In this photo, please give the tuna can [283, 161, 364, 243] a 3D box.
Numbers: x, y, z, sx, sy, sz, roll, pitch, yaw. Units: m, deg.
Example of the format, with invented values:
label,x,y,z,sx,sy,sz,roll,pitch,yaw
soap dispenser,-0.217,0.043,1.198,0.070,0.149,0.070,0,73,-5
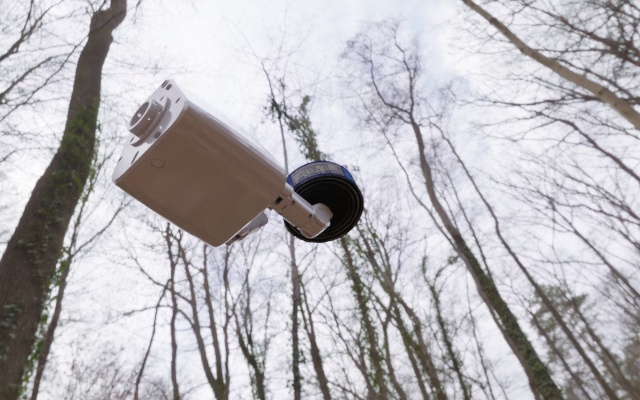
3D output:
label,x,y,z,sx,sy,sz,roll,pitch,yaw
tuna can,0.000,0.001,0.501,0.086,0.086,0.033,0,34,-14
